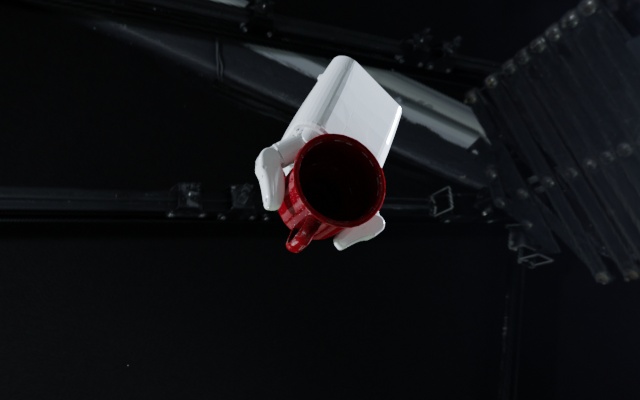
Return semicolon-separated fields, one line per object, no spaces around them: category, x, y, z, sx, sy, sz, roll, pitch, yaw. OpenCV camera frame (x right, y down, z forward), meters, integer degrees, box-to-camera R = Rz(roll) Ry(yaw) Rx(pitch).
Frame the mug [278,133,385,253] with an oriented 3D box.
mug;-0.001;0.003;0.472;0.093;0.117;0.081;31;-26;-9
